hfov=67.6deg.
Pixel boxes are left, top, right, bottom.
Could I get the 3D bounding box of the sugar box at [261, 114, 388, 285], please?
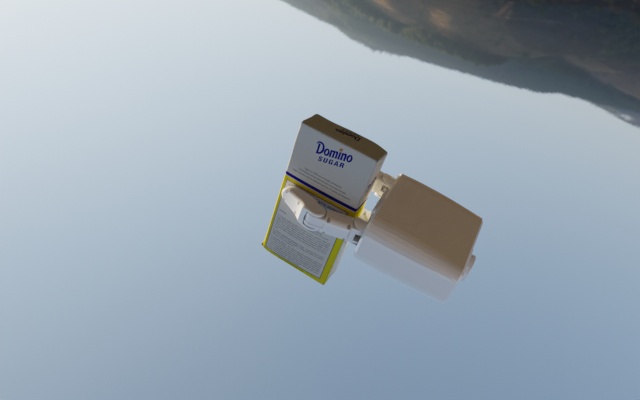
[{"bbox_3d":[0.000,0.002,0.541,0.093,0.176,0.048,30,31,12],"label":"sugar box"}]
